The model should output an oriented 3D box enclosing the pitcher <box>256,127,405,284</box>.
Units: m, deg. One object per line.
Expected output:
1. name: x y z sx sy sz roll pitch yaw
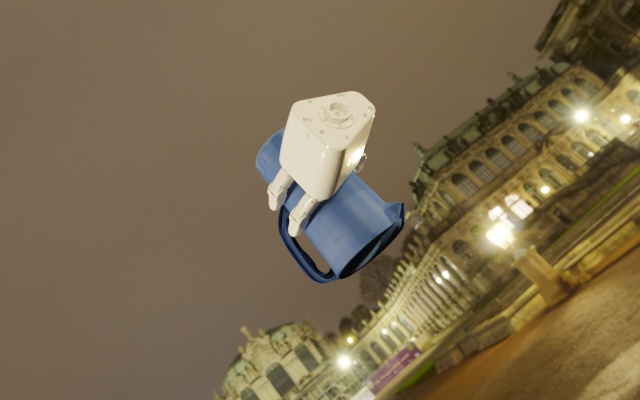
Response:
1. pitcher: 0.000 0.002 0.761 0.149 0.242 0.145 -32 -21 -27
